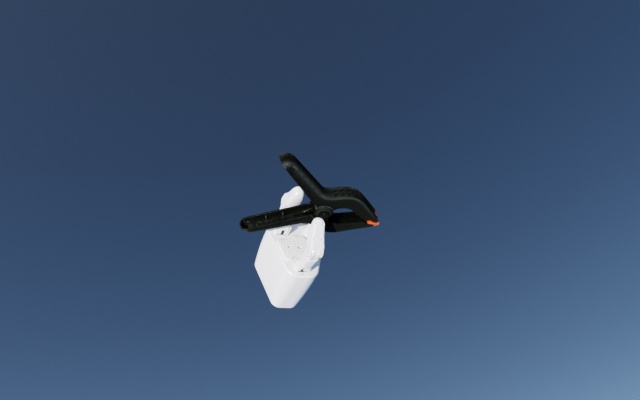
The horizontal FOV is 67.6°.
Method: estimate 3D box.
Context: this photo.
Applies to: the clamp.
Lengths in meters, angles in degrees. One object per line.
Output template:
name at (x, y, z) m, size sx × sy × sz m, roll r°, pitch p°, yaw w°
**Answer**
clamp at (0.001, 0.003, 0.711) m, size 0.210 × 0.036 × 0.165 m, roll 7°, pitch -41°, yaw -21°
